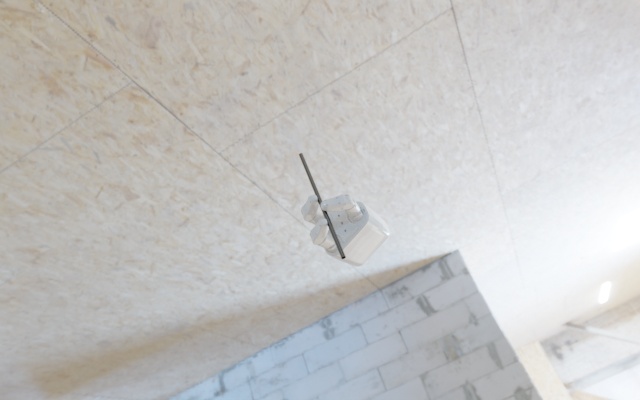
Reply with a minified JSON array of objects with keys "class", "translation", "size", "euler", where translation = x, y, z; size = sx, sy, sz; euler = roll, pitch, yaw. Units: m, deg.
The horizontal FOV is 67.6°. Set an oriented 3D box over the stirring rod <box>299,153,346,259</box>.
[{"class":"stirring rod","translation":[0.000,0.003,0.859],"size":[0.011,0.239,0.011],"euler":[-15,-34,-11]}]
